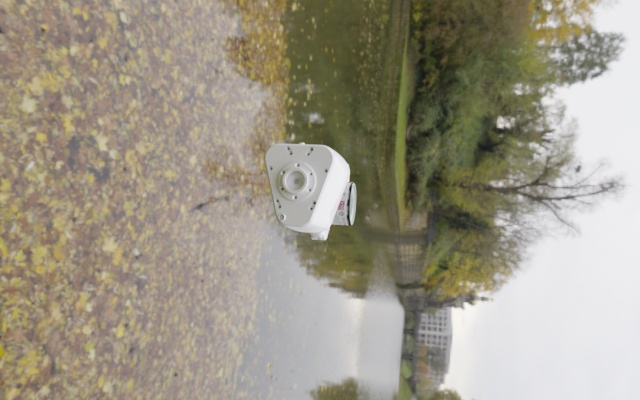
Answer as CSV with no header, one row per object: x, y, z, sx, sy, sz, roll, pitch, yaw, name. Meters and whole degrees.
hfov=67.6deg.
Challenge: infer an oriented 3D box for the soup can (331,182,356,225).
0.000,0.003,0.737,0.102,0.068,0.068,3,1,12,soup can
